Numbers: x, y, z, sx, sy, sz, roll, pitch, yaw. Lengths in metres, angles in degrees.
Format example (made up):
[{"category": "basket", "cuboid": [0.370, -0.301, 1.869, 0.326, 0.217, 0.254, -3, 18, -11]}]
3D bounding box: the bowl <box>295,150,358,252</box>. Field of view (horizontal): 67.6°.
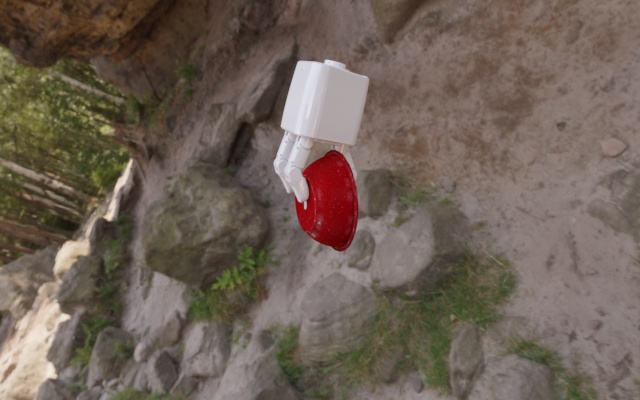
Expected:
[{"category": "bowl", "cuboid": [0.000, 0.004, 0.748, 0.055, 0.162, 0.162, -5, 2, -22]}]
